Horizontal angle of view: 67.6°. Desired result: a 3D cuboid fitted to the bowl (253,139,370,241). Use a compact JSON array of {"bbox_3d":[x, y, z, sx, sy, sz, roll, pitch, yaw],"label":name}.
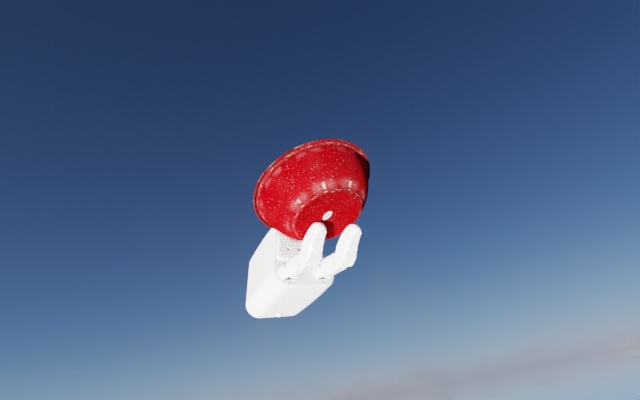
[{"bbox_3d":[0.001,0.001,0.604,0.162,0.162,0.055,0,43,-30],"label":"bowl"}]
